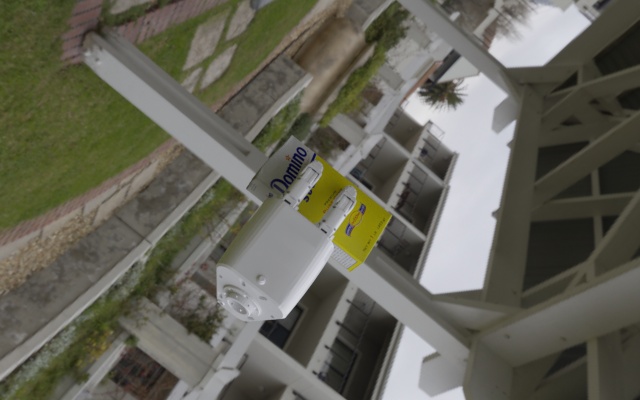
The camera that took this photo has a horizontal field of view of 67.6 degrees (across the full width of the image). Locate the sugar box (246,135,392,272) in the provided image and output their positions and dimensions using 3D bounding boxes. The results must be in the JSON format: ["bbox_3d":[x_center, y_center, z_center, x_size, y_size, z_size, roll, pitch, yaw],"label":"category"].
[{"bbox_3d":[0.000,0.002,0.632,0.176,0.093,0.048,39,-35,-5],"label":"sugar box"}]
